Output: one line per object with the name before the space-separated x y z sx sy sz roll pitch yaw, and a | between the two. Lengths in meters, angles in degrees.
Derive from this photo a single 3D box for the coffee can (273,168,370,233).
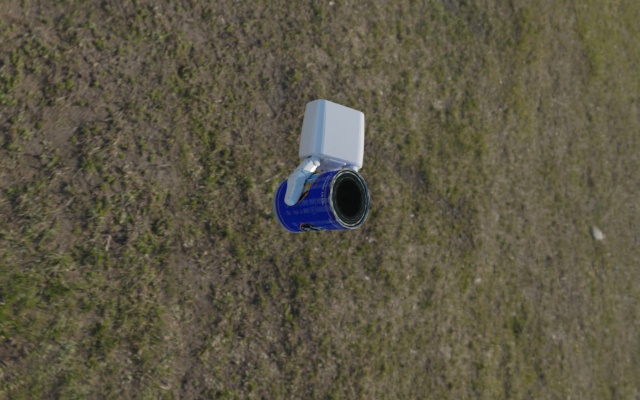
coffee can | 0.000 0.003 0.841 0.140 0.103 0.103 -7 -5 44
